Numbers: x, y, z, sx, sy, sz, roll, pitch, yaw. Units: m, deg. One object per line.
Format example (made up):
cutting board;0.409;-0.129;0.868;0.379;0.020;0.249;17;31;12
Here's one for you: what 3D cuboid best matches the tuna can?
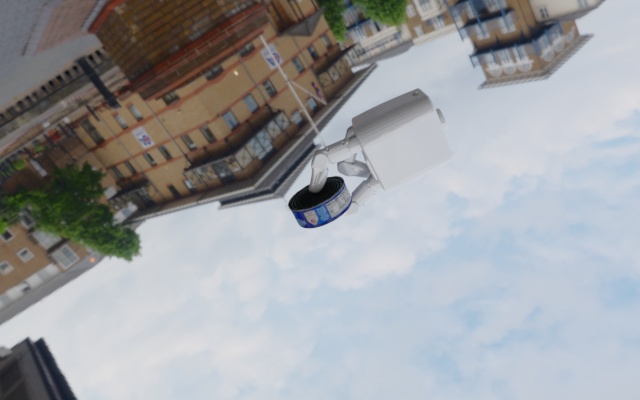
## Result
tuna can;0.000;0.003;0.667;0.086;0.034;0.086;-23;23;10
